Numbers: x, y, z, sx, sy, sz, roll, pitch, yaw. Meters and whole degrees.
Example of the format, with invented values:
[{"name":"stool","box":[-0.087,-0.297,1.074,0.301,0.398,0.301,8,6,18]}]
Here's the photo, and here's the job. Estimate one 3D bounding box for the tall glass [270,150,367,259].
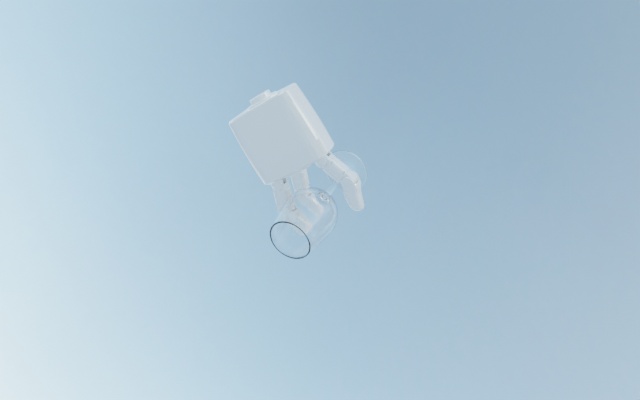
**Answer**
[{"name":"tall glass","box":[0.001,0.002,0.710,0.079,0.079,0.201,0,31,29]}]
